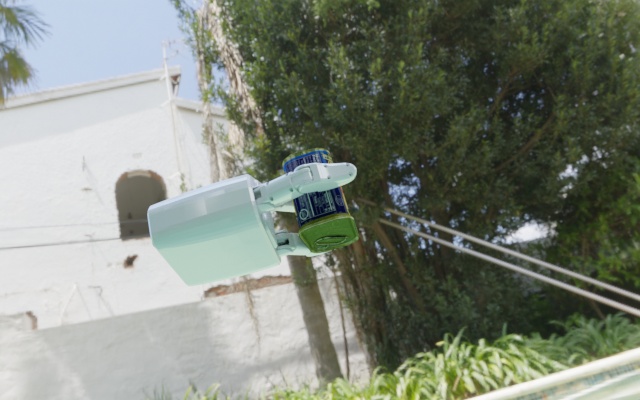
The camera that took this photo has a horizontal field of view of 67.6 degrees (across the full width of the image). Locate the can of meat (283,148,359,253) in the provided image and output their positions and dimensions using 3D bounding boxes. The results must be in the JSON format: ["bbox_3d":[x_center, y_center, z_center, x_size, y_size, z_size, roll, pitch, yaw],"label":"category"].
[{"bbox_3d":[0.000,0.001,0.515,0.057,0.084,0.102,-18,-21,3],"label":"can of meat"}]
